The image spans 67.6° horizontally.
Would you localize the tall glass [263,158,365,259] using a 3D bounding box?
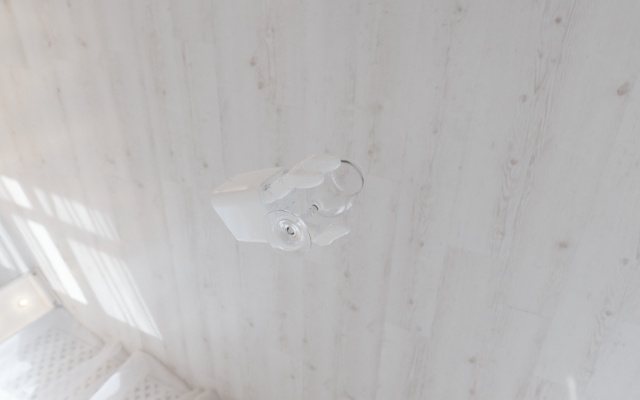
[{"bbox_3d":[0.000,0.003,0.705,0.079,0.079,0.201,0,26,31],"label":"tall glass"}]
